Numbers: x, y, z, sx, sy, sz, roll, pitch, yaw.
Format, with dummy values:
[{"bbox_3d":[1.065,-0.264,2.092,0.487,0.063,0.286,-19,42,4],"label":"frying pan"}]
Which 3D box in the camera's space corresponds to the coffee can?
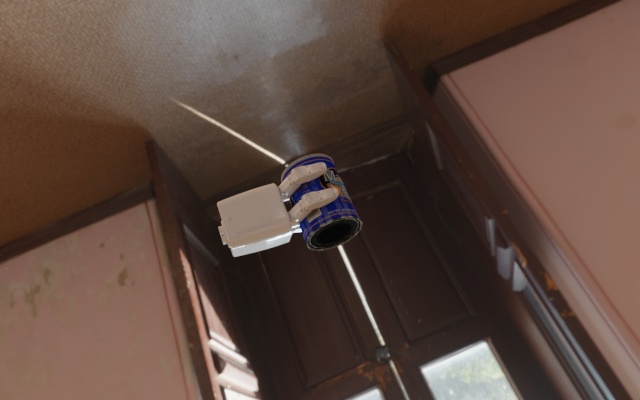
[{"bbox_3d":[0.000,0.003,0.845,0.103,0.140,0.103,-18,-30,-10],"label":"coffee can"}]
